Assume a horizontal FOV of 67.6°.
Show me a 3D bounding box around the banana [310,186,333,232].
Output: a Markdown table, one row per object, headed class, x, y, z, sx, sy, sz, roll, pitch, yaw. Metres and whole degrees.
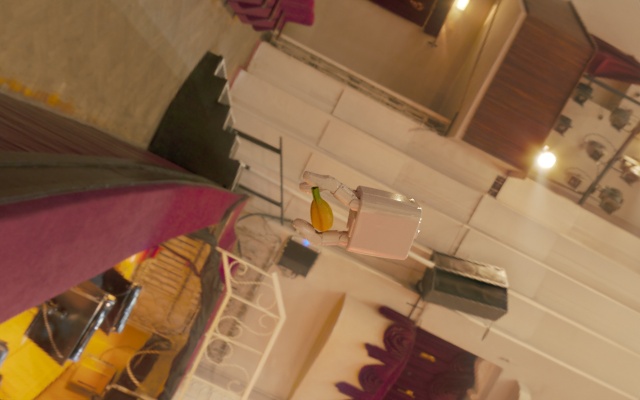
| class | x | y | z | sx | sy | sz | roll | pitch | yaw |
| --- | --- | --- | --- | --- | --- | --- | --- | --- | --- |
| banana | 0.001 | 0.021 | 0.840 | 0.037 | 0.069 | 0.198 | -3 | -6 | -3 |
